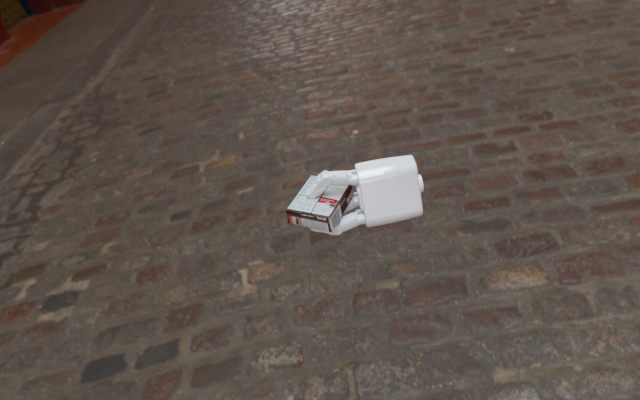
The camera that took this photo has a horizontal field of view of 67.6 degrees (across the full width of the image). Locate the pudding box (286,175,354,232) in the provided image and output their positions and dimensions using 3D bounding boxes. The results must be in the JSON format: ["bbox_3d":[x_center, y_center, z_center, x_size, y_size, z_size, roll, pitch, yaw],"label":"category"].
[{"bbox_3d":[0.000,0.003,0.886,0.090,0.039,0.113,10,41,24],"label":"pudding box"}]
